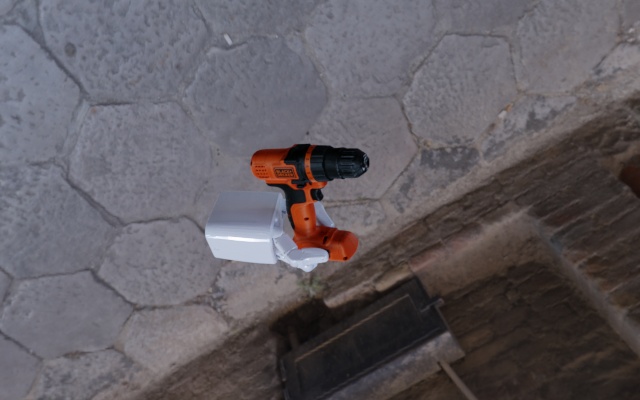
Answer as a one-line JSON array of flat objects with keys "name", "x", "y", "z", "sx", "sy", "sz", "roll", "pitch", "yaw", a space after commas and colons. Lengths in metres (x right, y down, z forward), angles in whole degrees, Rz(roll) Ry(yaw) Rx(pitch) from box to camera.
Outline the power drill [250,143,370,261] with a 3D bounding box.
[{"name": "power drill", "x": 0.000, "y": 0.003, "z": 0.710, "sx": 0.184, "sy": 0.188, "sz": 0.057, "roll": 3, "pitch": 35, "yaw": 30}]
